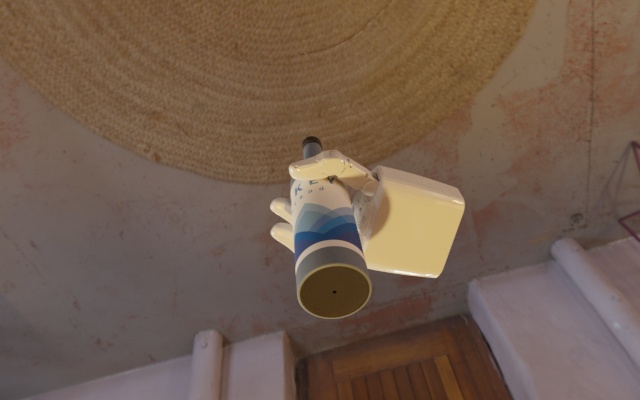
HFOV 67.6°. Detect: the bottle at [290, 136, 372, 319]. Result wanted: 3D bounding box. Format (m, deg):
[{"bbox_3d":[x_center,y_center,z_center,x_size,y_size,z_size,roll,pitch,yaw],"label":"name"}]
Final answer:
[{"bbox_3d":[0.000,0.002,0.543,0.069,0.069,0.295,0,33,-6],"label":"bottle"}]
